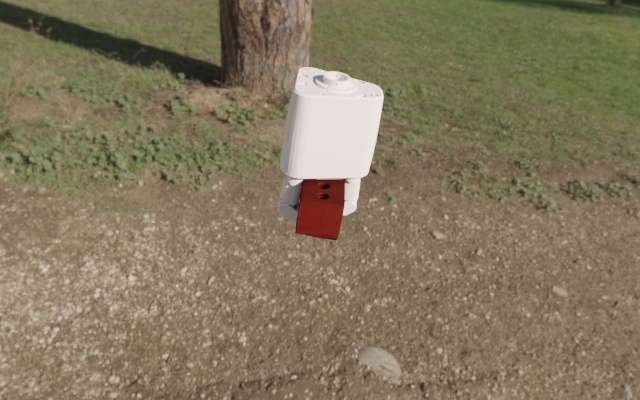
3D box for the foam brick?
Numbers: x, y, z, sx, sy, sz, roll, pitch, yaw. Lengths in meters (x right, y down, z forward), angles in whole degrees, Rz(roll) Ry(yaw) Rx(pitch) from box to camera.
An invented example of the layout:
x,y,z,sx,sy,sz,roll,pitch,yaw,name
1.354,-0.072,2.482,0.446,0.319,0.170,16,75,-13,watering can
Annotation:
x,y,z,sx,sy,sz,roll,pitch,yaw,name
0.000,0.002,0.585,0.053,0.051,0.078,9,35,-4,foam brick
